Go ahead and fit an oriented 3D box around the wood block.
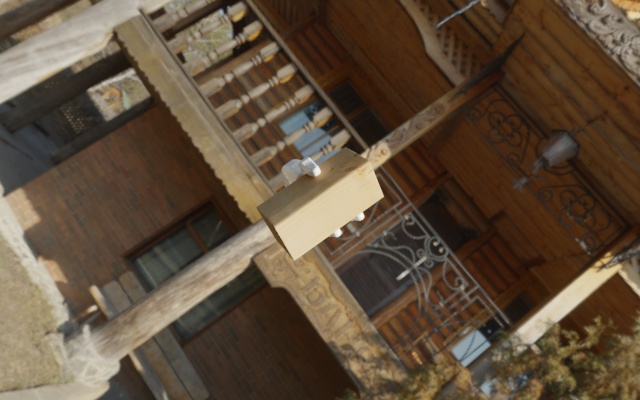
[{"bbox_3d":[0.000,0.002,0.883,0.206,0.091,0.090,-35,36,-11],"label":"wood block"}]
